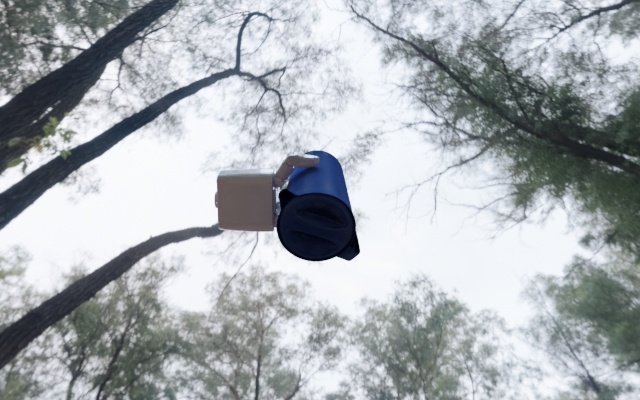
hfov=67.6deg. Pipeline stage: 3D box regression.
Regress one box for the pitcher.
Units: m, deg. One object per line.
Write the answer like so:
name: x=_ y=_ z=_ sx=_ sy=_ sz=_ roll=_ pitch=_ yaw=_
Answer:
pitcher: x=0.000 y=0.003 z=0.897 sx=0.145 sy=0.149 sz=0.242 roll=0 pitch=27 yaw=0
